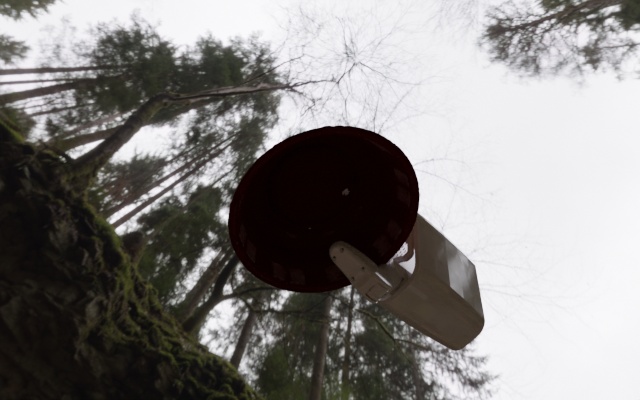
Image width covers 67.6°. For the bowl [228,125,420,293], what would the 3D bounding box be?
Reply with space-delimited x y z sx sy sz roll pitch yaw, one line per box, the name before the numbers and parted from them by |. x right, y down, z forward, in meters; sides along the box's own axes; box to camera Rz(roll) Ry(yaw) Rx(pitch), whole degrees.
bowl | -0.001 0.000 0.411 0.162 0.162 0.055 0 32 -16
